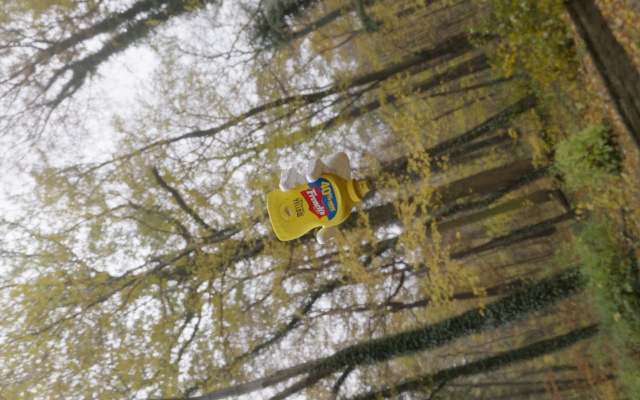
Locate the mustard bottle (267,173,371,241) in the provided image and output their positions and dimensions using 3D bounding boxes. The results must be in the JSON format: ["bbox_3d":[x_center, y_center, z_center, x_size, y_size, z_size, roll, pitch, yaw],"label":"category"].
[{"bbox_3d":[0.000,0.003,0.862,0.191,0.096,0.058,-19,-9,22],"label":"mustard bottle"}]
